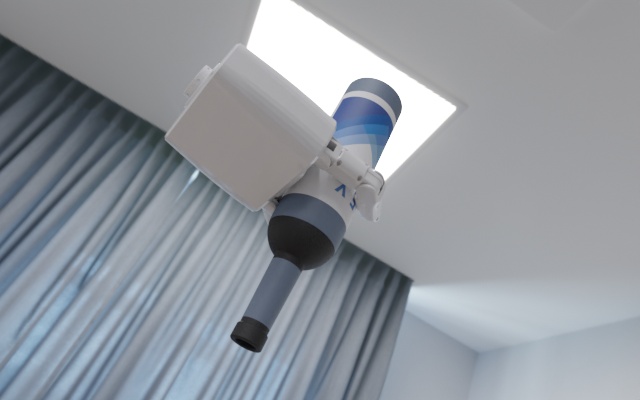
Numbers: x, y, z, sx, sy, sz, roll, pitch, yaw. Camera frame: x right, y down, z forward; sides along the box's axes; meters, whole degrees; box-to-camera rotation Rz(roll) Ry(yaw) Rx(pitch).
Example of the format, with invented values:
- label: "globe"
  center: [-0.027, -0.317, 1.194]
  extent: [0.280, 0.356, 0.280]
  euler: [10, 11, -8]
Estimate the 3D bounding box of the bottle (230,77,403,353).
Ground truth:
- label: "bottle"
  center: [0.000, 0.001, 0.448]
  extent: [0.069, 0.295, 0.069]
  euler: [20, -33, 13]
